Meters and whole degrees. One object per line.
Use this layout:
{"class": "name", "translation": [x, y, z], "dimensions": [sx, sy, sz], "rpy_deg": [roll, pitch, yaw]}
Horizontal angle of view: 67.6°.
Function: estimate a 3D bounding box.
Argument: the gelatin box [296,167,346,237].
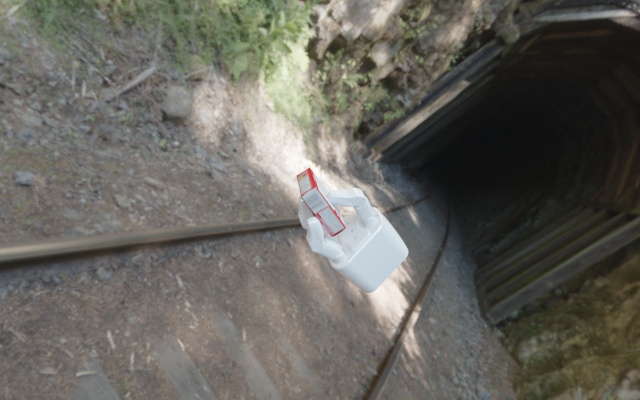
{"class": "gelatin box", "translation": [0.000, 0.002, 0.728], "dimensions": [0.030, 0.089, 0.073], "rpy_deg": [-32, 28, 9]}
